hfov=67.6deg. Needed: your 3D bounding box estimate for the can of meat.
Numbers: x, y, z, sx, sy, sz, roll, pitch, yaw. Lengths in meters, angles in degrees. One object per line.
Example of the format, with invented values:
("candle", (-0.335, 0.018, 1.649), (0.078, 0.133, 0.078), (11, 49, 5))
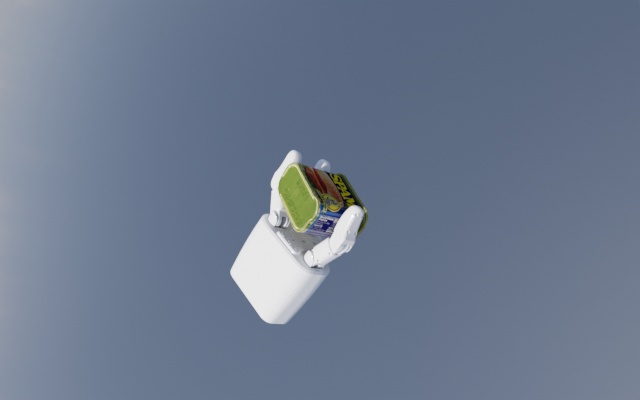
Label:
("can of meat", (0.000, 0.002, 0.617), (0.084, 0.057, 0.102), (13, 35, -39))
